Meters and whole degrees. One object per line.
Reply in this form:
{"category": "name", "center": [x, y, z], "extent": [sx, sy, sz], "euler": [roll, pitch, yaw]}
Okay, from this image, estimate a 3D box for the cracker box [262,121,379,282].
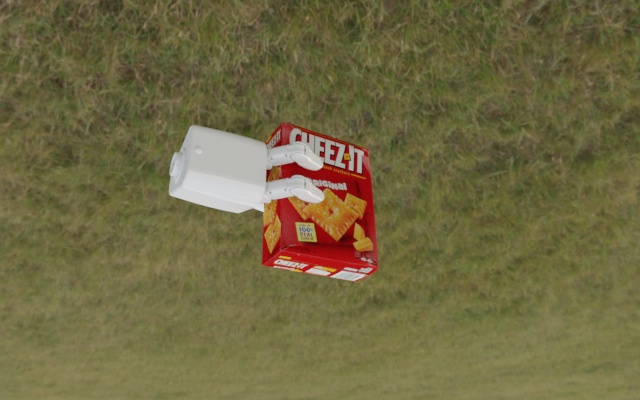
{"category": "cracker box", "center": [0.000, 0.003, 0.723], "extent": [0.164, 0.213, 0.072], "euler": [14, -32, -27]}
